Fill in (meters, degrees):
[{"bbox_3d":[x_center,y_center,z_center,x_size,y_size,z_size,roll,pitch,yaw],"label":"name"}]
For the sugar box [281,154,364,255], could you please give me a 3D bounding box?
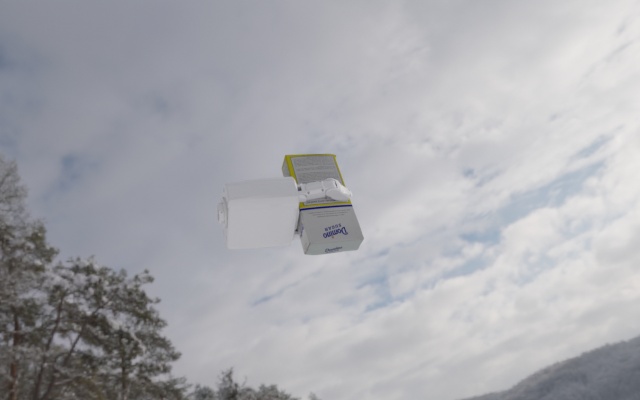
[{"bbox_3d":[0.000,0.003,0.784,0.093,0.176,0.048,-4,-32,-19],"label":"sugar box"}]
